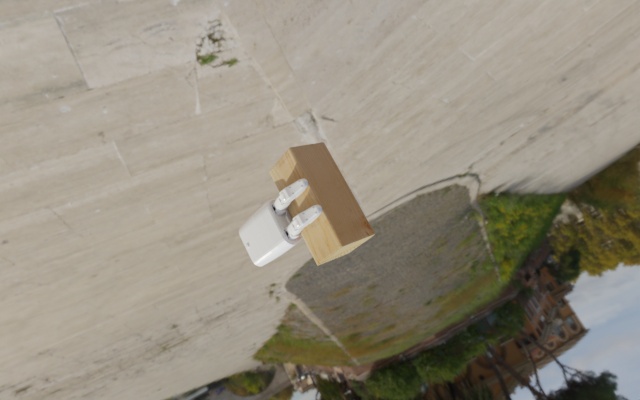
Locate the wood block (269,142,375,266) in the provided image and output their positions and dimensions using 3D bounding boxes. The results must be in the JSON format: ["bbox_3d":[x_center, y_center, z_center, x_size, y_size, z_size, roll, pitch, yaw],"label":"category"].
[{"bbox_3d":[0.000,0.003,0.900,0.091,0.206,0.090,-15,-19,-42],"label":"wood block"}]
